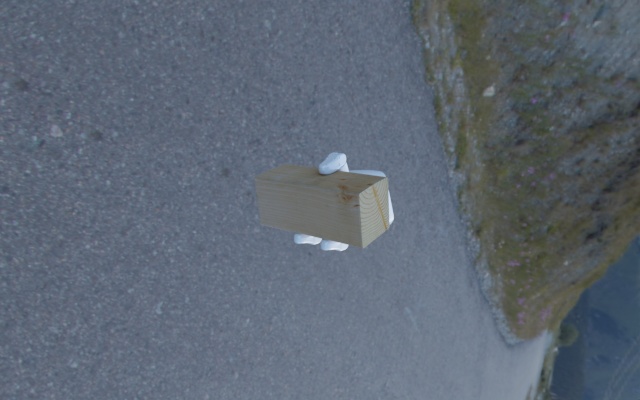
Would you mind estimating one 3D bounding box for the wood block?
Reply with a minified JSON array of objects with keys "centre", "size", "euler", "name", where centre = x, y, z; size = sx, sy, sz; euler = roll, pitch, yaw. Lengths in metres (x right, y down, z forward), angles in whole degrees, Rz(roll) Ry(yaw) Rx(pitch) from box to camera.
[{"centre":[0.000,0.002,0.785],"size":[0.206,0.091,0.090],"euler":[10,25,34],"name":"wood block"}]
